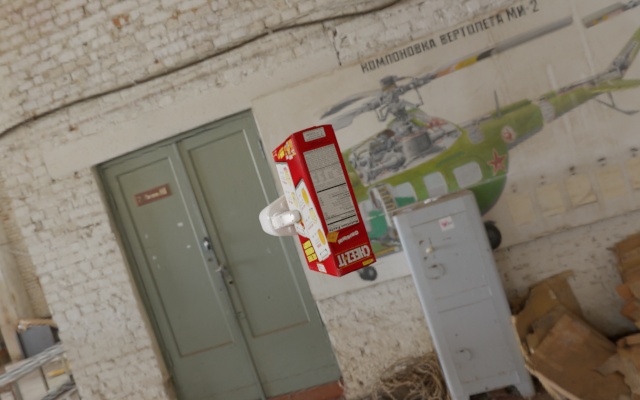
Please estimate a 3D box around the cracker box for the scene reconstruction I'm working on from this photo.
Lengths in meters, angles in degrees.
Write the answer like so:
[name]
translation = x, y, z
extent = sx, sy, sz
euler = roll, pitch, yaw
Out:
[cracker box]
translation = 0.000, 0.002, 0.745
extent = 0.072, 0.213, 0.164
euler = -19, 2, -16
